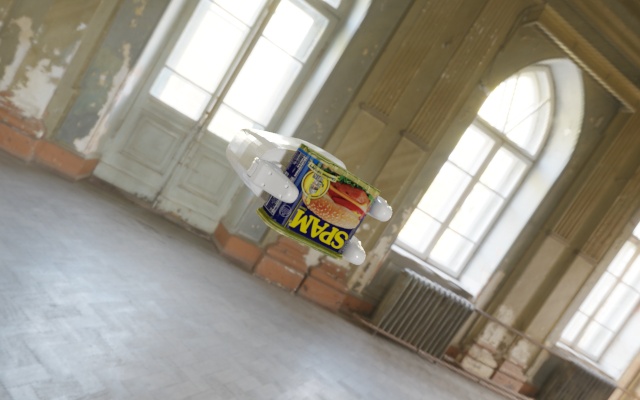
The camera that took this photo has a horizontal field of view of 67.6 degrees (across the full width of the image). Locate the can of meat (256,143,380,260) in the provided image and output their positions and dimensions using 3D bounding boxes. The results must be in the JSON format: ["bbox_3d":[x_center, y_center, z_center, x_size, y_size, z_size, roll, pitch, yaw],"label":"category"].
[{"bbox_3d":[0.000,0.001,0.488,0.102,0.084,0.057,28,6,-32],"label":"can of meat"}]
